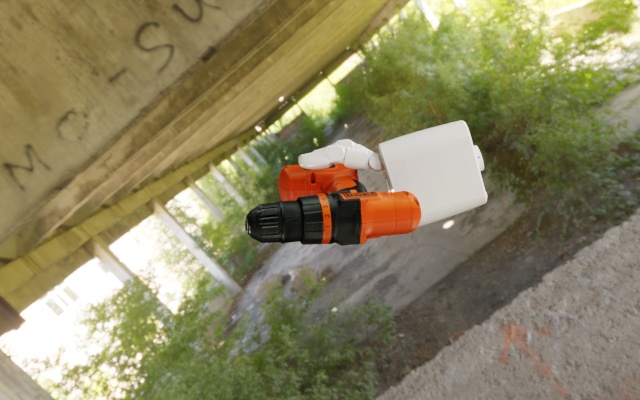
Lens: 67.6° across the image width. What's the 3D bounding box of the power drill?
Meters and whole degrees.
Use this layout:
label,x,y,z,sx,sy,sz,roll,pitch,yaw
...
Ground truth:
label,x,y,z,sx,sy,sz,roll,pitch,yaw
power drill,0.000,0.002,0.558,0.184,0.057,0.187,-2,17,-12
